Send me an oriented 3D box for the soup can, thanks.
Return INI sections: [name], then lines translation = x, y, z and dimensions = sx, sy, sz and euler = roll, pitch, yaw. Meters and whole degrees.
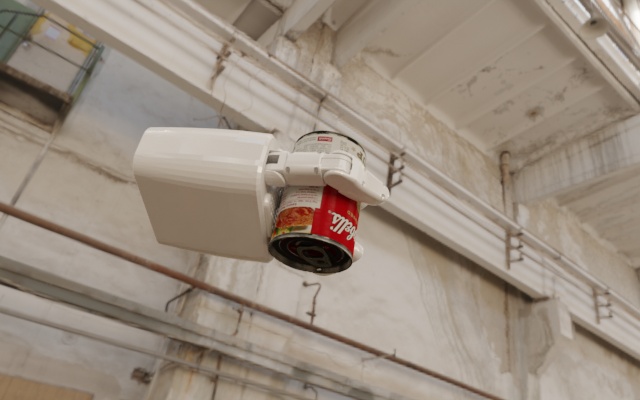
[soup can]
translation = 0.001, 0.001, 0.401
dimensions = 0.068, 0.102, 0.068
euler = 8, -30, 5
